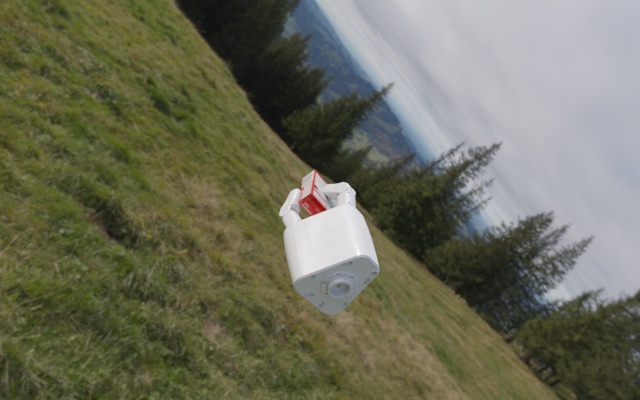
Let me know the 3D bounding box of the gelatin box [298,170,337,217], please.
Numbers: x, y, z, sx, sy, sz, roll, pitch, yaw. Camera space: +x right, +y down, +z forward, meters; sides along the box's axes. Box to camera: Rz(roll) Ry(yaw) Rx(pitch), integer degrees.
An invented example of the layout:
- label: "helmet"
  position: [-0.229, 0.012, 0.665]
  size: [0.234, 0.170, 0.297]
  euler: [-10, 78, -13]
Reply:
- label: "gelatin box"
  position: [0.000, 0.002, 0.759]
  size: [0.030, 0.073, 0.089]
  euler: [-34, 22, 19]
